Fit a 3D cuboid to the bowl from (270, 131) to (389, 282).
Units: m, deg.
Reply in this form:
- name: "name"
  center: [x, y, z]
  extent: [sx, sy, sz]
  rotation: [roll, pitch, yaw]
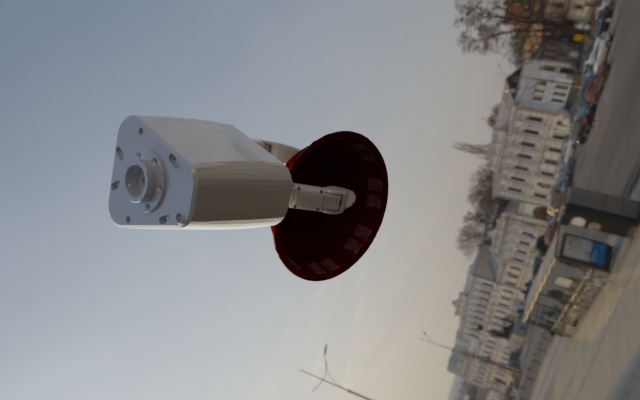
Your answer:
- name: "bowl"
  center: [0.001, 0.002, 0.514]
  extent: [0.162, 0.162, 0.055]
  rotation: [0, 15, -42]
